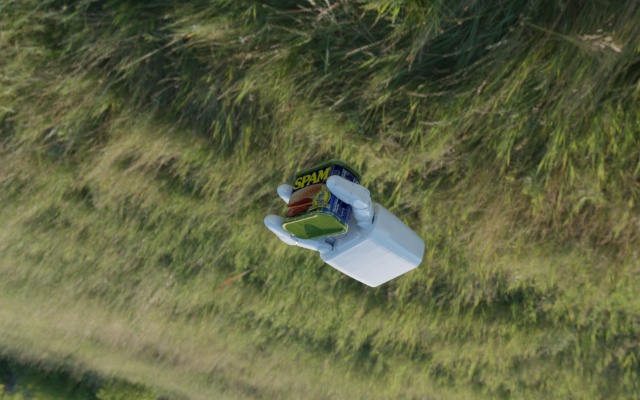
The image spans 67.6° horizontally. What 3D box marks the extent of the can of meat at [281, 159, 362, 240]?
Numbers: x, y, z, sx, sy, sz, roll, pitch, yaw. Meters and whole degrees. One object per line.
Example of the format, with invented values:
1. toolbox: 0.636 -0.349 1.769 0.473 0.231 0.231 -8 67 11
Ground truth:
1. can of meat: 0.000 0.002 0.643 0.102 0.084 0.057 -16 -42 44
